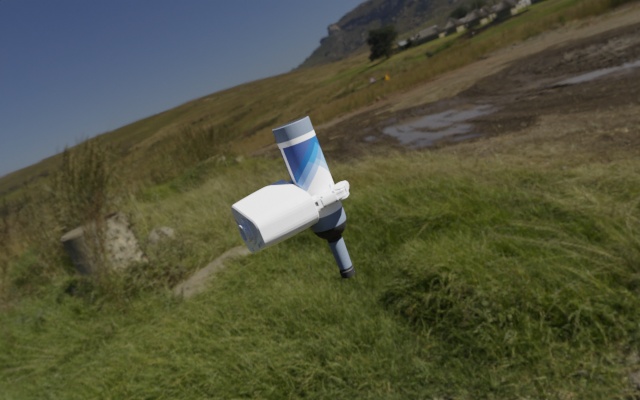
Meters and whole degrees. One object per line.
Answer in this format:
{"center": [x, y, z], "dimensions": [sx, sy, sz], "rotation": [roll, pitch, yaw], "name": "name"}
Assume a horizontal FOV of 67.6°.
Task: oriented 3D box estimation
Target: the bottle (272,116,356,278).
{"center": [0.000, 0.002, 0.842], "dimensions": [0.069, 0.296, 0.069], "rotation": [-20, 13, 5], "name": "bottle"}
